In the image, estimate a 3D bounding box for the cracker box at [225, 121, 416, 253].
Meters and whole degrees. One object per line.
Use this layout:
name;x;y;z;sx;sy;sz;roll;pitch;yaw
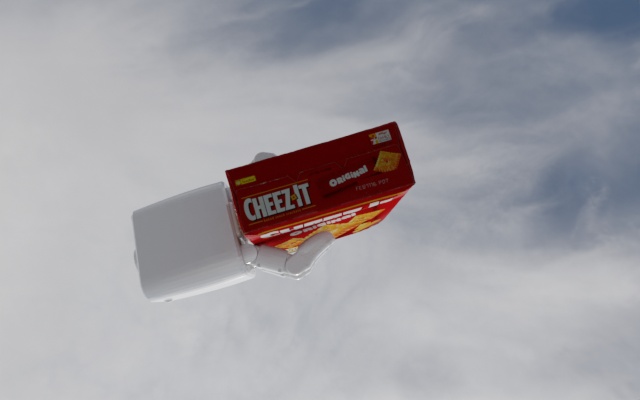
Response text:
cracker box;0.000;0.002;0.526;0.164;0.072;0.214;-17;-10;-4
